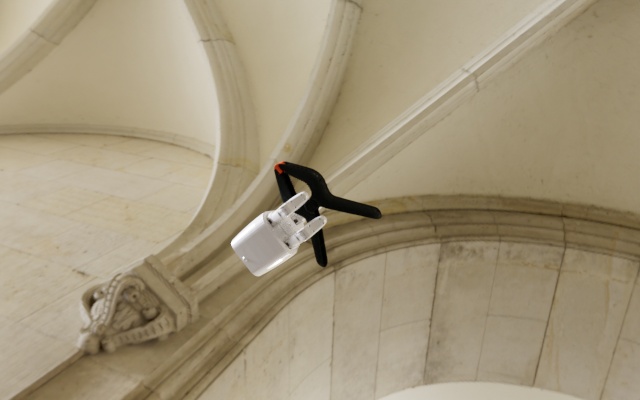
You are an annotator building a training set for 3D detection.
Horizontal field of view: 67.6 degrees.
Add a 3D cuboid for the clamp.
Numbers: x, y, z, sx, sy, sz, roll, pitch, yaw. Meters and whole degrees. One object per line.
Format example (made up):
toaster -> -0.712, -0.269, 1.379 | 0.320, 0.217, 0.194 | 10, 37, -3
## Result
clamp -> 0.000, 0.002, 0.882 | 0.164, 0.210, 0.036 | -37, 1, 25
